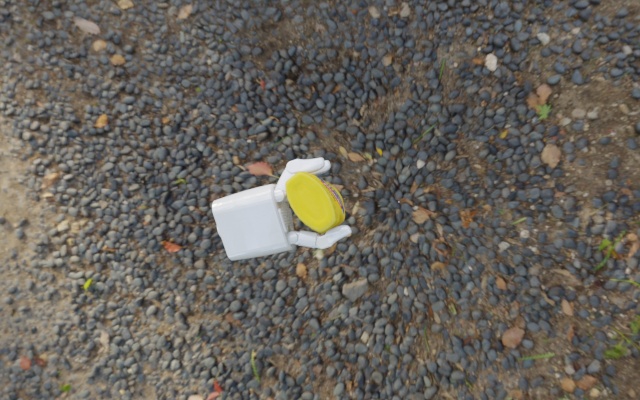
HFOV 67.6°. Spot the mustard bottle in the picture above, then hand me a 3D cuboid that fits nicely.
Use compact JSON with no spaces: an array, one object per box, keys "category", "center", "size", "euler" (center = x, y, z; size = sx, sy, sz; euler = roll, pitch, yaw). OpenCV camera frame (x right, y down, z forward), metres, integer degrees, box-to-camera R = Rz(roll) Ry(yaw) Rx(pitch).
[{"category":"mustard bottle","center":[0.000,0.002,0.786],"size":[0.058,0.096,0.191],"euler":[-38,-6,7]}]
